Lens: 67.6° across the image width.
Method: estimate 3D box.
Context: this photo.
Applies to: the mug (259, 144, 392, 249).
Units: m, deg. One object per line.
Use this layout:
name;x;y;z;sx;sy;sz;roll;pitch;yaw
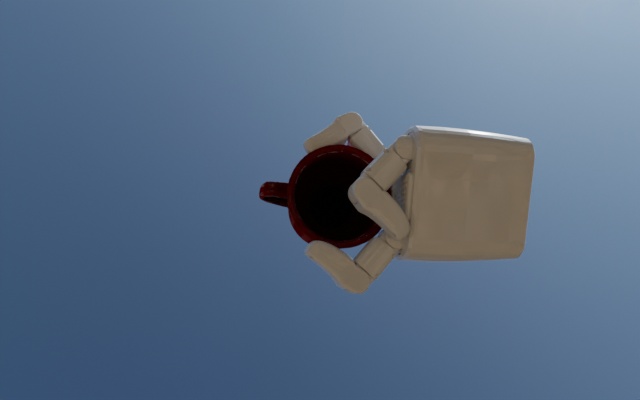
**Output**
mug;-0.001;0.001;0.454;0.117;0.093;0.081;6;-11;-7
